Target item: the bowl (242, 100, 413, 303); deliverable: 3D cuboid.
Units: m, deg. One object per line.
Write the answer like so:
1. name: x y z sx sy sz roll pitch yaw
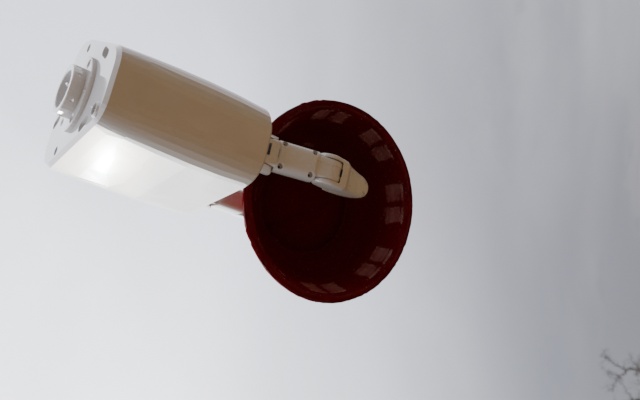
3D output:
1. bowl: 0.001 0.002 0.402 0.162 0.162 0.055 0 -2 -32
